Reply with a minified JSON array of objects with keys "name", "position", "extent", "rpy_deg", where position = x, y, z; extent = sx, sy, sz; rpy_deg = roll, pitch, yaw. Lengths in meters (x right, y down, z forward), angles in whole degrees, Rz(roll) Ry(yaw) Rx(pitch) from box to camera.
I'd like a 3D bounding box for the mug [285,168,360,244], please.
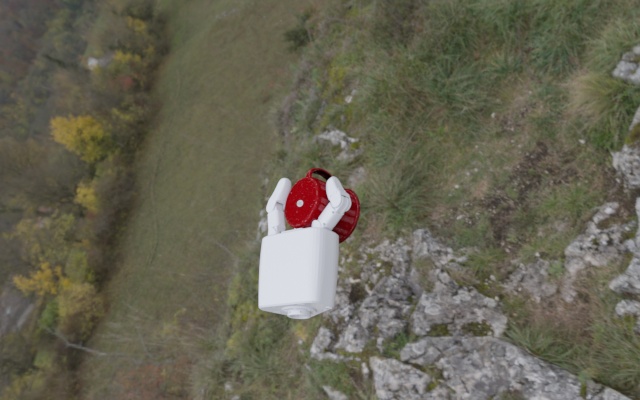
[{"name":"mug","position":[0.000,0.001,0.736],"extent":[0.081,0.117,0.093],"rpy_deg":[22,-32,-37]}]
